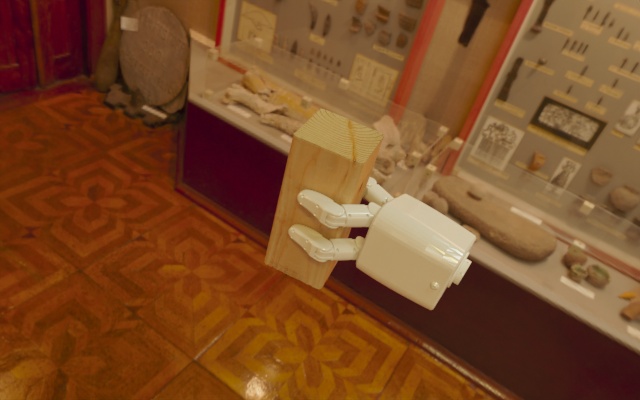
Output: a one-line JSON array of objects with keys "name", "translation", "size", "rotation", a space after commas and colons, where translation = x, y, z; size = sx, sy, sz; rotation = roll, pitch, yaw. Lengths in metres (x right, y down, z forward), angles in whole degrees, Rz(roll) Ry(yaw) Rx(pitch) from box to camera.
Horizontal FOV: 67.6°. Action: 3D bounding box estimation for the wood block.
[{"name": "wood block", "translation": [0.001, 0.002, 0.620], "size": [0.090, 0.206, 0.090], "rotation": [24, 37, 10]}]
